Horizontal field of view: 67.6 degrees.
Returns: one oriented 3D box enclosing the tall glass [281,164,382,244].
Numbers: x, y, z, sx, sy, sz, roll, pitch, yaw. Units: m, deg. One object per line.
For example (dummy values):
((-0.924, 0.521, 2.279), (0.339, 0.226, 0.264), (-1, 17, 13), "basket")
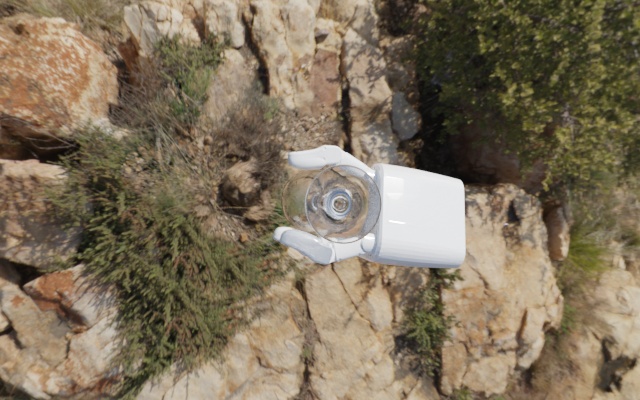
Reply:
((0.000, 0.002, 0.540), (0.079, 0.079, 0.201), (0, 1, -13), "tall glass")
